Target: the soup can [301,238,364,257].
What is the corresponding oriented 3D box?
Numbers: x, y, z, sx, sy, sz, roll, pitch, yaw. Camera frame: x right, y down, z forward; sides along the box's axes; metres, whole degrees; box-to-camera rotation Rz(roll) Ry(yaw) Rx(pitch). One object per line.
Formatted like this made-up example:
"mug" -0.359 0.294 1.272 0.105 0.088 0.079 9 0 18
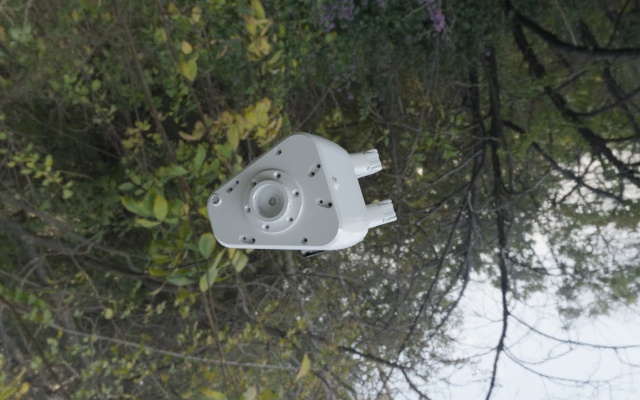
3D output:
"soup can" 0.000 0.002 0.500 0.068 0.102 0.068 -16 -5 -2
